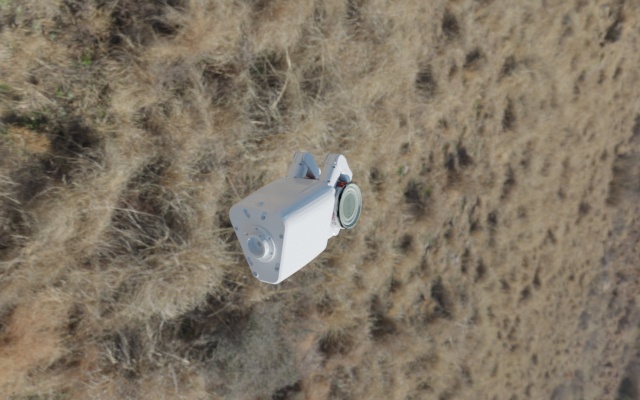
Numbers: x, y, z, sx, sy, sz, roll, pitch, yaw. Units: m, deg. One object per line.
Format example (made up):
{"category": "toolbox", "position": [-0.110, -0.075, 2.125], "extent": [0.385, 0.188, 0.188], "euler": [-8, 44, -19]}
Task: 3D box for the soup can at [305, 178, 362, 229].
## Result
{"category": "soup can", "position": [0.001, 0.002, 0.695], "extent": [0.102, 0.068, 0.068], "euler": [7, 4, 32]}
